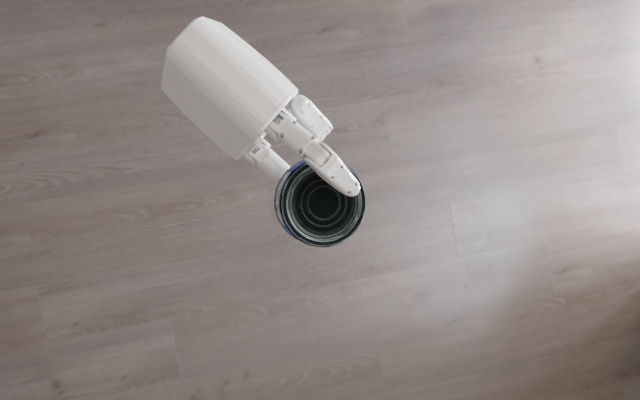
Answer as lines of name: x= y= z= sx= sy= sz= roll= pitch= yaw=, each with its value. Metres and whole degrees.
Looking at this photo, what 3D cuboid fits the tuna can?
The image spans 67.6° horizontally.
tuna can: x=0.000 y=0.002 z=0.460 sx=0.086 sy=0.086 sz=0.034 roll=0 pitch=3 yaw=-14
